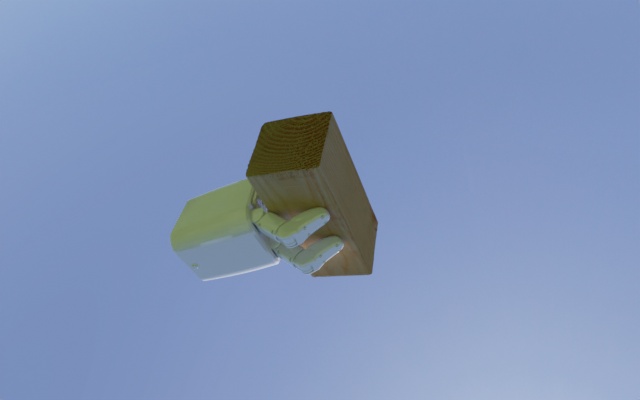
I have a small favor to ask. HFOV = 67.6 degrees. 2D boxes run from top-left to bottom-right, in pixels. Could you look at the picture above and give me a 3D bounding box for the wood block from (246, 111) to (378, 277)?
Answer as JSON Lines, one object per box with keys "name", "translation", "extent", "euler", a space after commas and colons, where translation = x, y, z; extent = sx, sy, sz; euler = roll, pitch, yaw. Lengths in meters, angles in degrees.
{"name": "wood block", "translation": [0.000, 0.002, 0.594], "extent": [0.090, 0.090, 0.206], "euler": [-6, -41, 21]}
